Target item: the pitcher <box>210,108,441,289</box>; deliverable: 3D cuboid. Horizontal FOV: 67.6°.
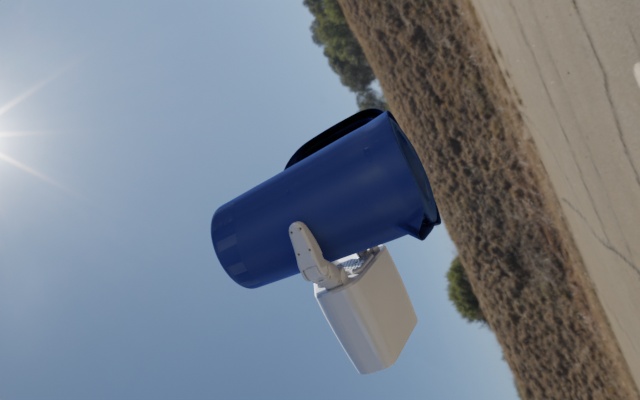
[{"bbox_3d":[0.000,0.002,0.546,0.243,0.145,0.149,-24,7,17],"label":"pitcher"}]
